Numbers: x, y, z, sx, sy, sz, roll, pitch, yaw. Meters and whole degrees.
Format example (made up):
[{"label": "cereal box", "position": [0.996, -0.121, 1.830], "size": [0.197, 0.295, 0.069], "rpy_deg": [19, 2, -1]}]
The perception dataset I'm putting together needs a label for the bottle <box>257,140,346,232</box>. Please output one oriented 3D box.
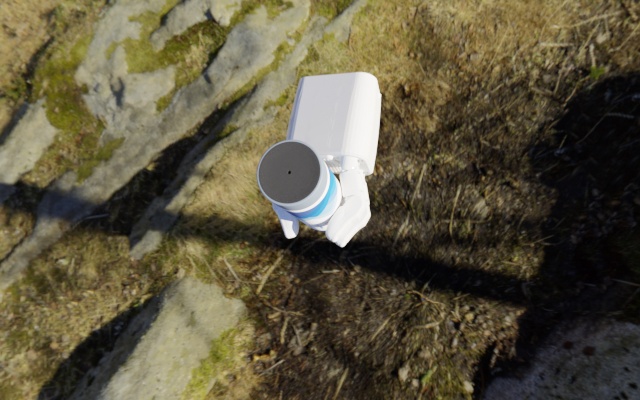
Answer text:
[{"label": "bottle", "position": [0.000, 0.002, 0.599], "size": [0.069, 0.069, 0.296], "rpy_deg": [0, -11, 12]}]
